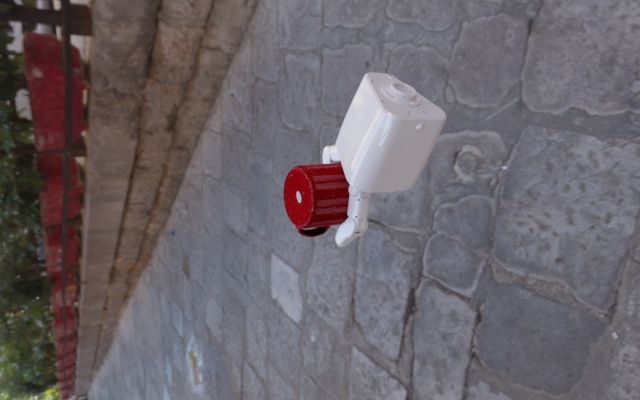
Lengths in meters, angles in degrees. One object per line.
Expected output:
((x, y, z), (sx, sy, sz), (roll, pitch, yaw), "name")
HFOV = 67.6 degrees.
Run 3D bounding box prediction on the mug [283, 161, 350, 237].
((-0.001, 0.003, 0.636), (0.081, 0.117, 0.093), (-5, 44, -32), "mug")
